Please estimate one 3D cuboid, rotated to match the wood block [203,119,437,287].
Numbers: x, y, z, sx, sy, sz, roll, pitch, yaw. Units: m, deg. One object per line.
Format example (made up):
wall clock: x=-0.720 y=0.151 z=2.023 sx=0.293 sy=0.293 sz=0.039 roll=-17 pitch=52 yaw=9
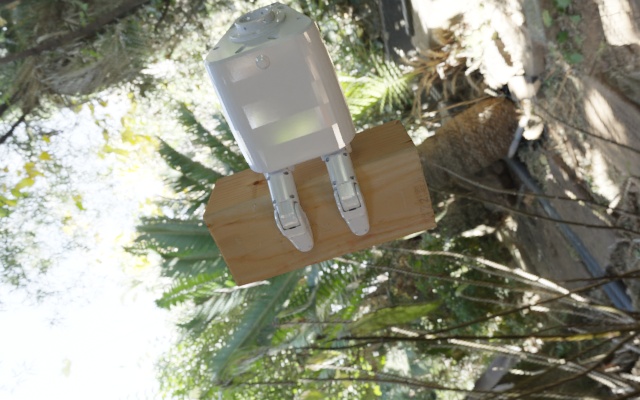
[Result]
wood block: x=0.000 y=0.001 z=0.489 sx=0.206 sy=0.090 sz=0.090 roll=-17 pitch=26 yaw=7
